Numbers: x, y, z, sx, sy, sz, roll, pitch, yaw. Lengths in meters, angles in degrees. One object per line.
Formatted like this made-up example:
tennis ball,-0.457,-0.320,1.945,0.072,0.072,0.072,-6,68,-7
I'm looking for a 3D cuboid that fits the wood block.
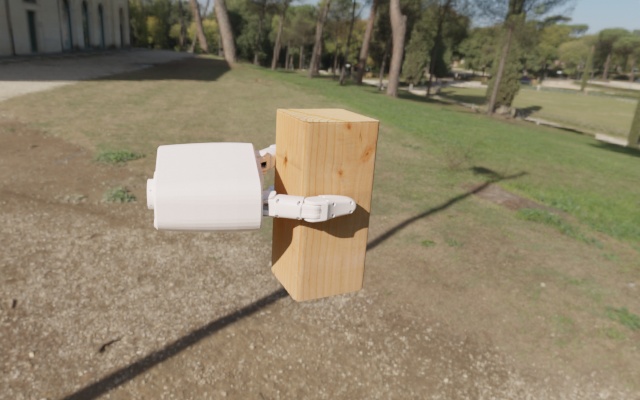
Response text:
wood block,0.000,0.002,0.565,0.090,0.206,0.090,-5,21,-25
